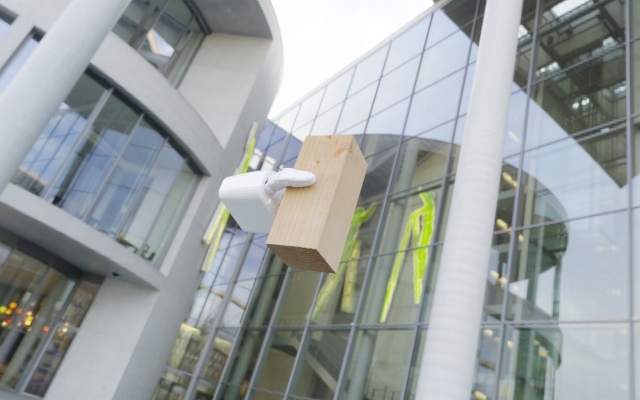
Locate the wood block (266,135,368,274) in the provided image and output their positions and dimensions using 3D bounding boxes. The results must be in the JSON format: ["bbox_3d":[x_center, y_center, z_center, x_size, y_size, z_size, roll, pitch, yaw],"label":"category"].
[{"bbox_3d":[0.000,0.002,0.773,0.090,0.206,0.091,3,-30,28],"label":"wood block"}]
